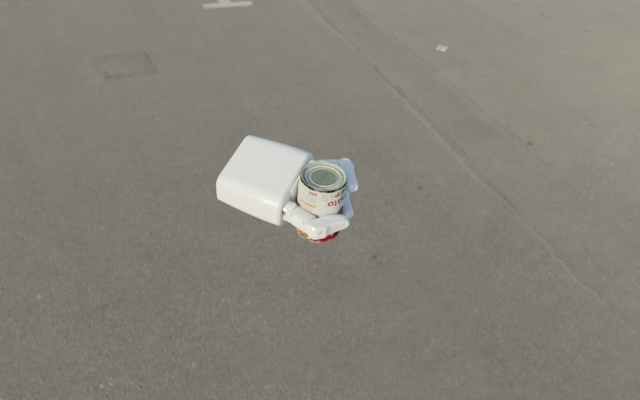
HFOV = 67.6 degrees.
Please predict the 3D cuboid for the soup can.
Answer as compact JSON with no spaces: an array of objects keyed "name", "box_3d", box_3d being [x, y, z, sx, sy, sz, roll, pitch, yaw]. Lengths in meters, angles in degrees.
[{"name":"soup can","box_3d":[0.001,0.002,0.688,0.068,0.102,0.068,4,42,-4]}]
